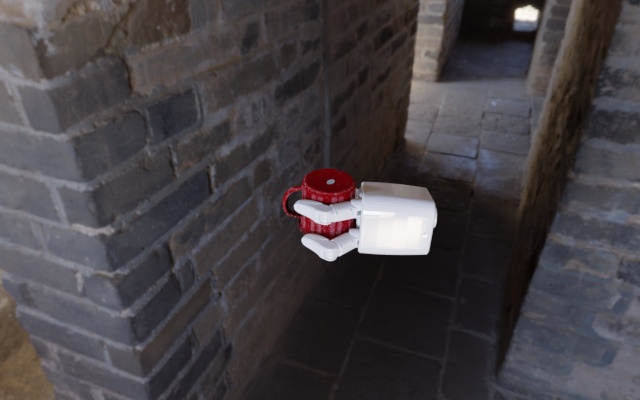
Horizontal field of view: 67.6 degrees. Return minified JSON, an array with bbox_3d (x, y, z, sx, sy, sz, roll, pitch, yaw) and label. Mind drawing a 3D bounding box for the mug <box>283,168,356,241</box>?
[{"bbox_3d":[-0.001,0.002,0.740,0.117,0.082,0.093,4,33,2],"label":"mug"}]
